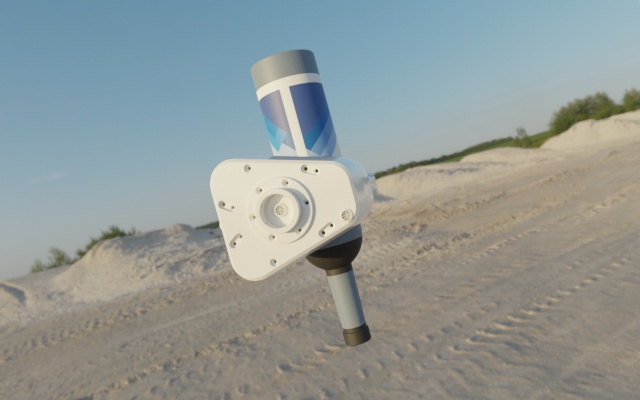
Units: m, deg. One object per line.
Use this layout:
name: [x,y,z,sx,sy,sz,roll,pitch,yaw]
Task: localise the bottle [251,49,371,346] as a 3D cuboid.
bottle: [0.000,0.001,0.486,0.069,0.295,0.069,-15,1,0]
